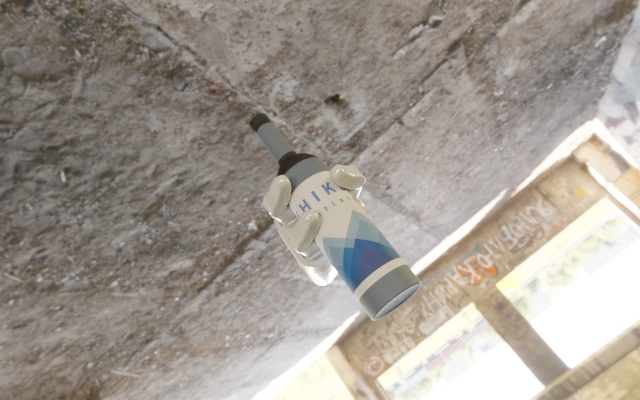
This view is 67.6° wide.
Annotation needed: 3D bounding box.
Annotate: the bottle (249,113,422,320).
[{"bbox_3d":[0.000,0.002,0.569,0.069,0.295,0.069,-30,-25,-16],"label":"bottle"}]
